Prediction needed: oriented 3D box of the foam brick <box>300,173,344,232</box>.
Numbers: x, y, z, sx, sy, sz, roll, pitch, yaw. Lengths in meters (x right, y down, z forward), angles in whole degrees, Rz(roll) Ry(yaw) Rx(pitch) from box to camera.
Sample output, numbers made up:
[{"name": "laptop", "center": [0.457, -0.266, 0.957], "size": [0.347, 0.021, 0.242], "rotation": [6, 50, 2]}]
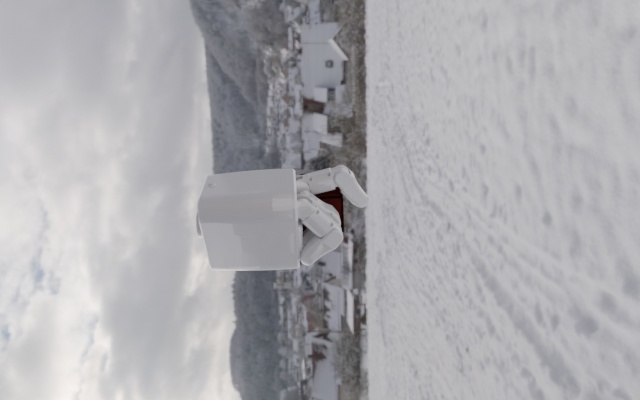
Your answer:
[{"name": "foam brick", "center": [0.000, 0.002, 0.609], "size": [0.051, 0.053, 0.078], "rotation": [-4, 25, -2]}]
